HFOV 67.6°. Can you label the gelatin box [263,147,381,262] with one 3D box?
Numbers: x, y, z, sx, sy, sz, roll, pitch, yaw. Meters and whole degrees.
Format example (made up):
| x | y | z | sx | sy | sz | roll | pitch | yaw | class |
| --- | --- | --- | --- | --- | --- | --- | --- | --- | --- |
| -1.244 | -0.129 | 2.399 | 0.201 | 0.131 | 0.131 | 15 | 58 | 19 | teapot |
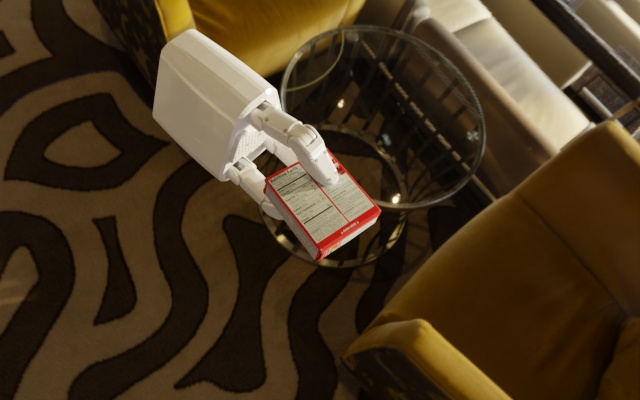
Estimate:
| x | y | z | sx | sy | sz | roll | pitch | yaw | class |
| --- | --- | --- | --- | --- | --- | --- | --- | --- | --- |
| 0.000 | 0.002 | 0.450 | 0.073 | 0.089 | 0.030 | -31 | -19 | -24 | gelatin box |
